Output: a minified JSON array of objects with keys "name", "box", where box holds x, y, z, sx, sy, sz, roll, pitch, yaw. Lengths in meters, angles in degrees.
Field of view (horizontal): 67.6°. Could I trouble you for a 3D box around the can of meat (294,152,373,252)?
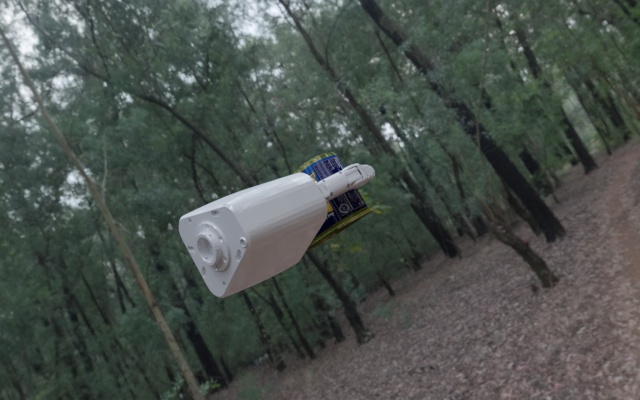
[{"name":"can of meat","box":[0.000,0.002,0.572,0.057,0.084,0.102,-24,-9,-42]}]
